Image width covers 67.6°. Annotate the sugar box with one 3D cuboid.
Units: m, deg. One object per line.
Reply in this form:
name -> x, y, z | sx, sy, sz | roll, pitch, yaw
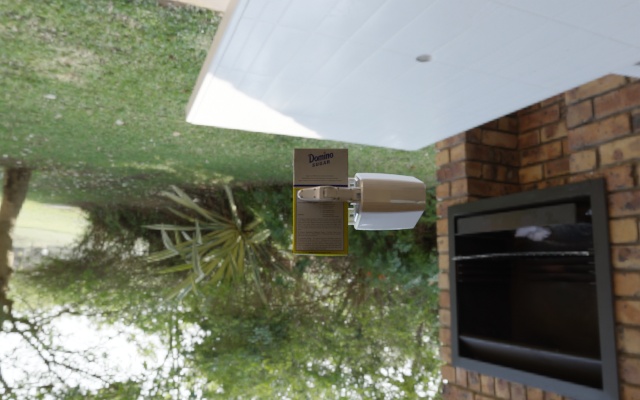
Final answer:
sugar box -> 0.000, 0.003, 0.795 | 0.093, 0.176, 0.048 | 1, -8, 0
